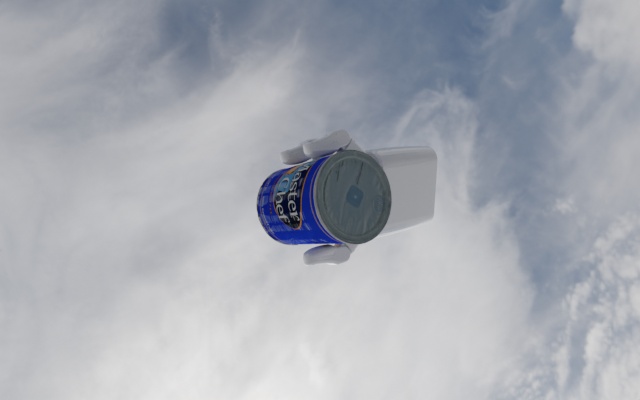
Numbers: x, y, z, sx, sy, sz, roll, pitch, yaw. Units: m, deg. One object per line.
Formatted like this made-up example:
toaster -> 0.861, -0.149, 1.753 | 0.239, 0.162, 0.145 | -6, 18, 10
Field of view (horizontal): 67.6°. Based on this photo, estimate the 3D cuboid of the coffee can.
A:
coffee can -> 0.000, 0.002, 0.570 | 0.103, 0.103, 0.140 | 0, -5, -34
